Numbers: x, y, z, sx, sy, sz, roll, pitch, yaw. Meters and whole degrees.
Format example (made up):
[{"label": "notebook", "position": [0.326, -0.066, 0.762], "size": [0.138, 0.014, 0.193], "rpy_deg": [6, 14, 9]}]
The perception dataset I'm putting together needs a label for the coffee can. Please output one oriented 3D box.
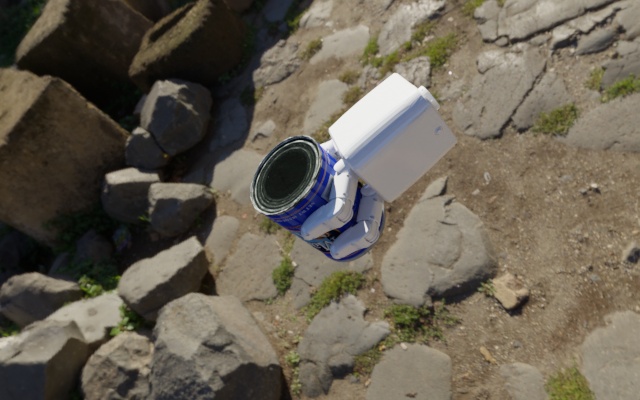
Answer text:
[{"label": "coffee can", "position": [0.000, 0.002, 0.578], "size": [0.103, 0.102, 0.140], "rpy_deg": [0, -27, 41]}]
